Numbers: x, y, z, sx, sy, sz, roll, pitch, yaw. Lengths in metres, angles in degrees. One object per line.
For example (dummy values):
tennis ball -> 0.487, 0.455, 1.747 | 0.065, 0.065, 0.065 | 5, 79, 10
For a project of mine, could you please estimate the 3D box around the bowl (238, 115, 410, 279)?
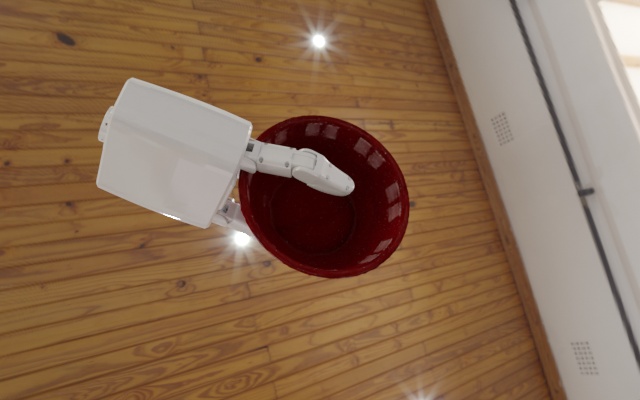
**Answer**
bowl -> 0.001, 0.002, 0.454 | 0.162, 0.162, 0.055 | 0, -24, -17
